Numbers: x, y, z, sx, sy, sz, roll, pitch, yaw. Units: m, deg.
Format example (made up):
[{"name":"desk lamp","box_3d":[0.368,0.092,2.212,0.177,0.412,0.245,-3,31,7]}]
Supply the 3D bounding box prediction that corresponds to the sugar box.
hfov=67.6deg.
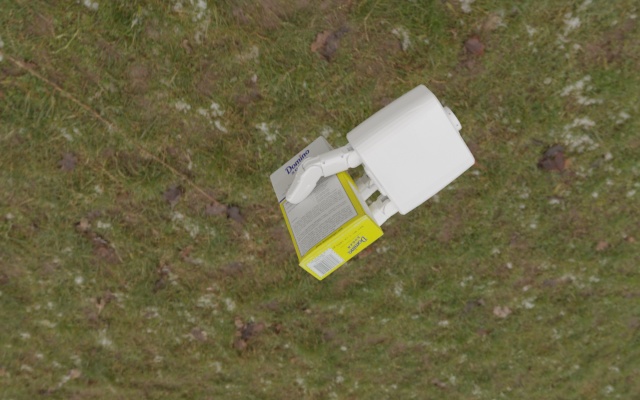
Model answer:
[{"name":"sugar box","box_3d":[0.001,0.002,0.580,0.048,0.093,0.176,45,14,-36]}]
